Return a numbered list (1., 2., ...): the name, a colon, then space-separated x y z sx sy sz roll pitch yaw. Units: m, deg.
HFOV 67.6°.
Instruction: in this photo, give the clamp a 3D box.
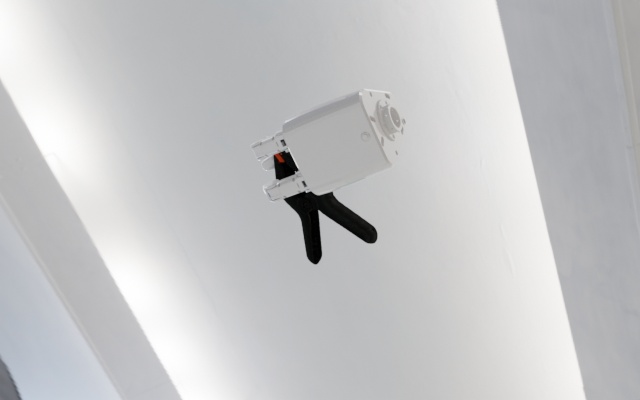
1. clamp: 0.000 0.002 0.625 0.120 0.171 0.039 -17 16 33
